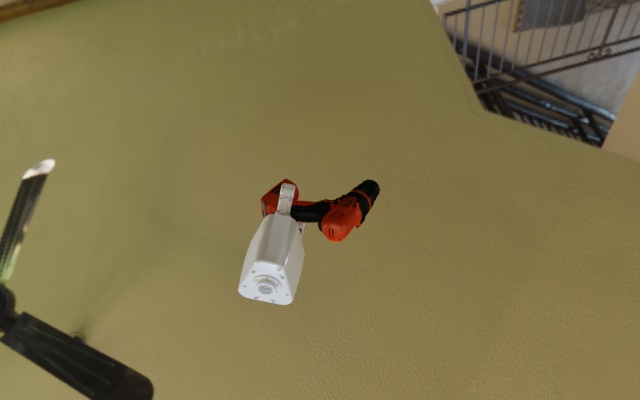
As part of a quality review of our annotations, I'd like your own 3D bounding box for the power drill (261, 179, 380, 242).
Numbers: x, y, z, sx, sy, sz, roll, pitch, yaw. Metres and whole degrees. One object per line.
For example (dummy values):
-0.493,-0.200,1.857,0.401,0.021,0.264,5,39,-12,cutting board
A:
0.000,0.003,0.878,0.187,0.057,0.184,7,29,28,power drill
